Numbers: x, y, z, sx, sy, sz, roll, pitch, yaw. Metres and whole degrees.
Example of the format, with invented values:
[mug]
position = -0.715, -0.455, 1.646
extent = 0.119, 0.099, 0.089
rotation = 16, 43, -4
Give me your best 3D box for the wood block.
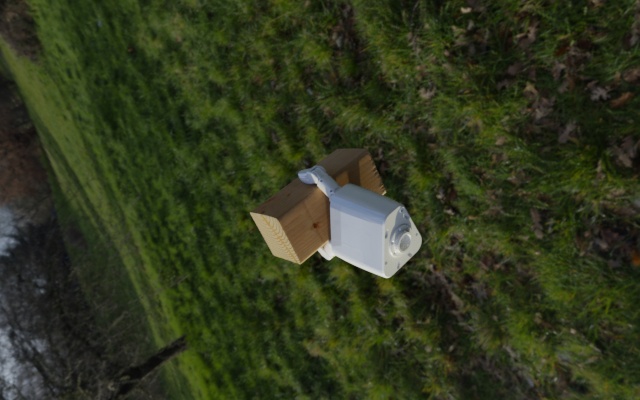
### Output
[wood block]
position = 0.000, 0.002, 0.801
extent = 0.206, 0.091, 0.090
rotation = -38, 25, -27
